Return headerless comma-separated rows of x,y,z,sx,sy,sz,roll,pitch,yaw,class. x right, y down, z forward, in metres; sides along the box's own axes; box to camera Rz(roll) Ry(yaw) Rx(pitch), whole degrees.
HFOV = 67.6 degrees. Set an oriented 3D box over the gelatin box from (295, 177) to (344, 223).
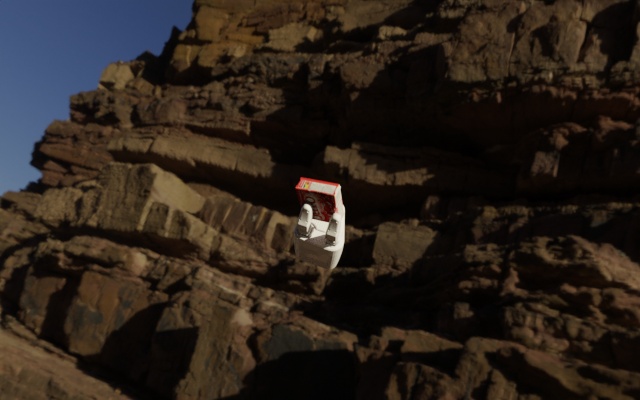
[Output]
0.000,0.002,0.852,0.073,0.030,0.089,12,-36,18,gelatin box
